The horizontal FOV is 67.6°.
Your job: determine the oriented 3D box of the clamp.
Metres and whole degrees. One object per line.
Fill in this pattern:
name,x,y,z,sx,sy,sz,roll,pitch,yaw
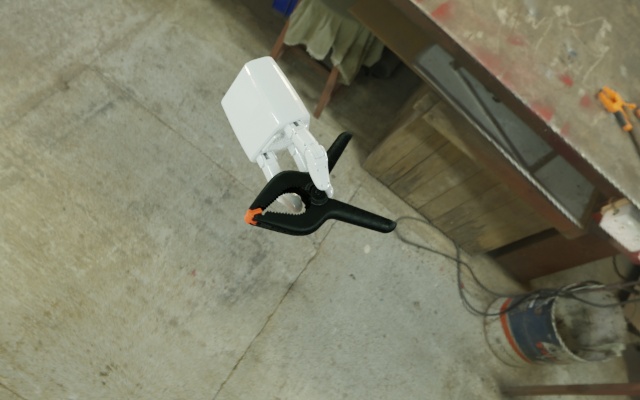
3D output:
clamp,0.000,0.002,0.658,0.210,0.164,0.036,-25,-13,-28
